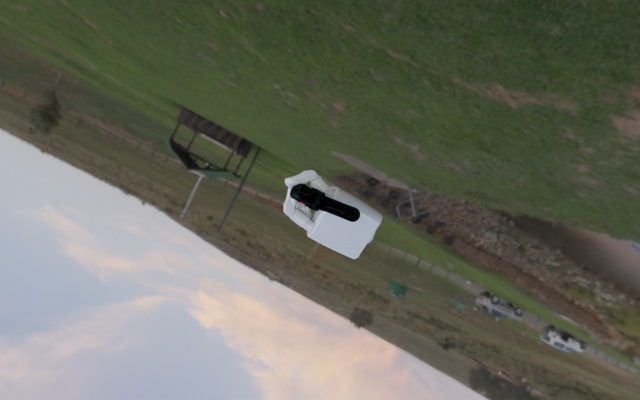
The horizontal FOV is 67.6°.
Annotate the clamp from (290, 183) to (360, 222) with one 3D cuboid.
[{"bbox_3d":[0.000,0.003,0.836,0.120,0.039,0.171,30,-1,-9],"label":"clamp"}]
